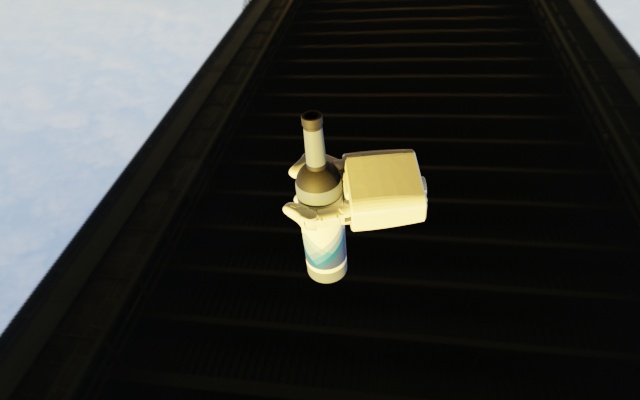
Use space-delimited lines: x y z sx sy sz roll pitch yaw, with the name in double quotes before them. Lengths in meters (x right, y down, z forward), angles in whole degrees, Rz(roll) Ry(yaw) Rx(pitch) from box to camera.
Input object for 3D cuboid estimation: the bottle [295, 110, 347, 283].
"bottle" 0.000 0.003 0.706 0.069 0.296 0.069 -3 41 3
